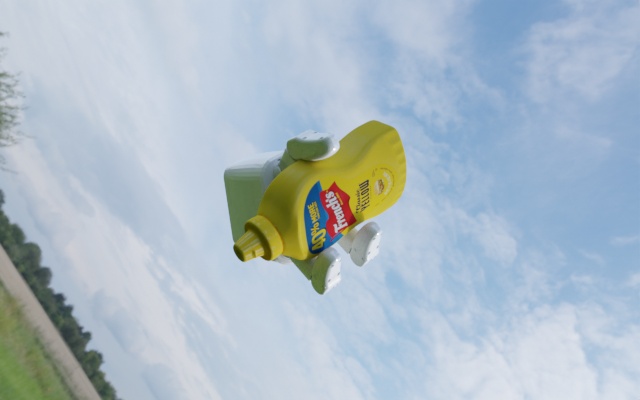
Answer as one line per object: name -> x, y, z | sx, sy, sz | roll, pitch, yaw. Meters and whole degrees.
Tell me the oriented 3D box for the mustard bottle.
mustard bottle -> 0.000, 0.001, 0.454 | 0.191, 0.096, 0.058 | -31, 44, -30
